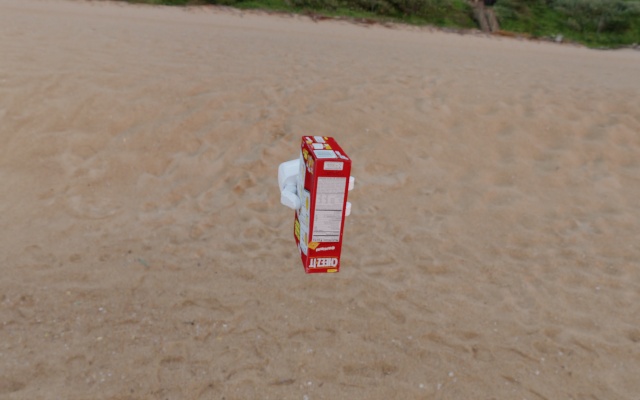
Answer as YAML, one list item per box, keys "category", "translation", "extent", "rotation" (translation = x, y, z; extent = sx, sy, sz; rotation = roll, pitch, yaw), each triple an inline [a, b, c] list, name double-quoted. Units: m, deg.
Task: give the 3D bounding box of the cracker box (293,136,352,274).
- category: "cracker box"
  translation: [0.000, 0.003, 0.884]
  extent: [0.072, 0.214, 0.164]
  rotation: [1, 21, -11]
